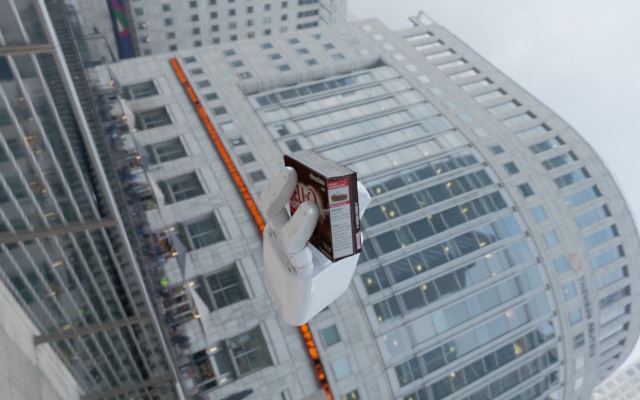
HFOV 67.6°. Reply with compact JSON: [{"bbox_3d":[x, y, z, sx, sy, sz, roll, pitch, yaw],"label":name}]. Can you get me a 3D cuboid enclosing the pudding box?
[{"bbox_3d":[0.000,0.002,0.506,0.039,0.090,0.113,-16,23,-24],"label":"pudding box"}]
